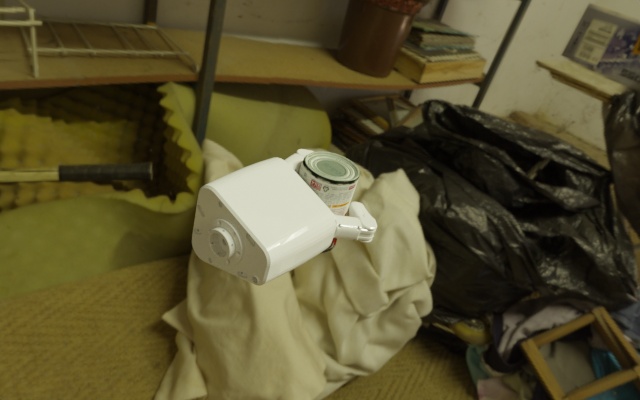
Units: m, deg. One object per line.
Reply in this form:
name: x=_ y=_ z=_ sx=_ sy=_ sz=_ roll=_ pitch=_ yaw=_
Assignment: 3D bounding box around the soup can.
soup can: x=0.001 y=0.002 z=0.563 sx=0.068 sy=0.102 sz=0.068 roll=13 pitch=32 yaw=-8
